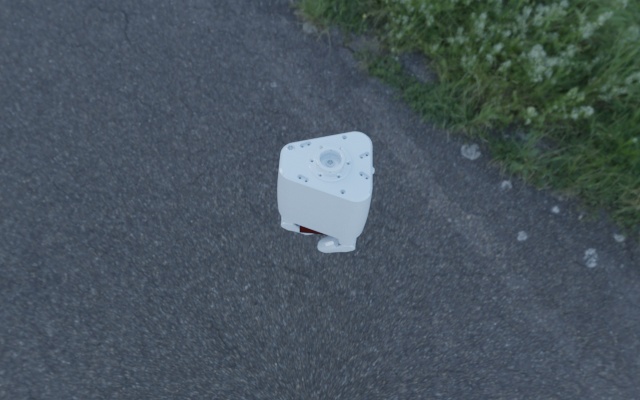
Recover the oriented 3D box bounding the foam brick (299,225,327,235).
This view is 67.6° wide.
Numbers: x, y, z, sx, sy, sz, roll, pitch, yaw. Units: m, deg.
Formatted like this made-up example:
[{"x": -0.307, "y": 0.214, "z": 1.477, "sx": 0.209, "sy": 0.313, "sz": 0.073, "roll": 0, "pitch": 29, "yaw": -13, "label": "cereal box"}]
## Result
[{"x": 0.000, "y": 0.002, "z": 0.658, "sx": 0.053, "sy": 0.078, "sz": 0.051, "roll": 4, "pitch": -27, "yaw": -3, "label": "foam brick"}]
